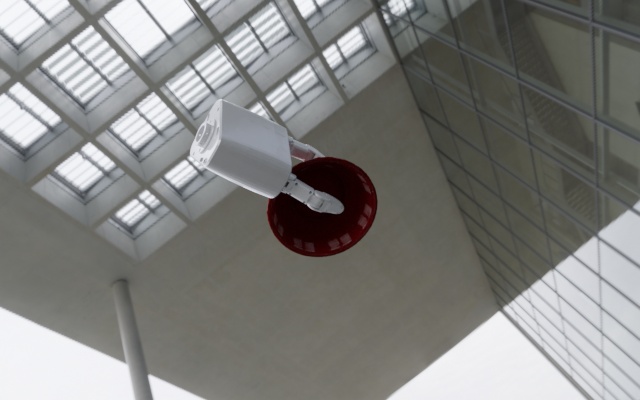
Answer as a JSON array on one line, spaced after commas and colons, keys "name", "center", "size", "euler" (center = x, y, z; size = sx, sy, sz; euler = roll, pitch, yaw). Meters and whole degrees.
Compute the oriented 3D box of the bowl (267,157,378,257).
[{"name": "bowl", "center": [0.001, 0.003, 0.710], "size": [0.162, 0.162, 0.055], "euler": [0, 26, -10]}]
